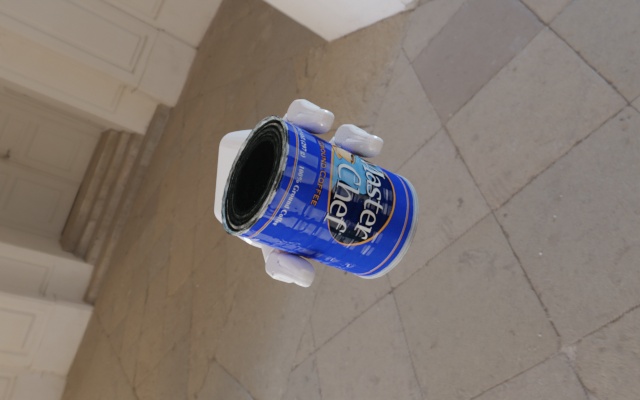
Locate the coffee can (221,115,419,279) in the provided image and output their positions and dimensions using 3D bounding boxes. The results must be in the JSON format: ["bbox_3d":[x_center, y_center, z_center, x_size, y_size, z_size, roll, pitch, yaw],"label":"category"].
[{"bbox_3d":[0.000,0.002,0.417,0.140,0.103,0.103,22,-12,-30],"label":"coffee can"}]
